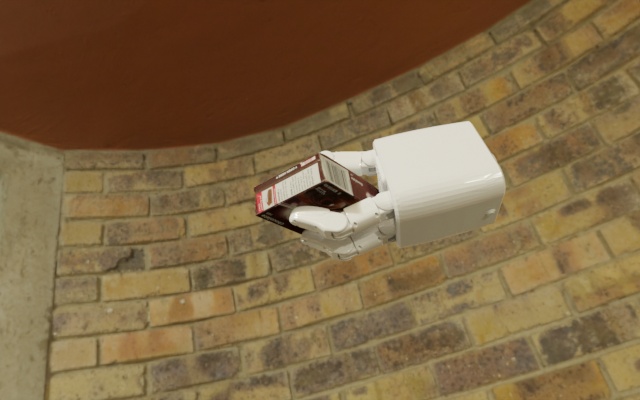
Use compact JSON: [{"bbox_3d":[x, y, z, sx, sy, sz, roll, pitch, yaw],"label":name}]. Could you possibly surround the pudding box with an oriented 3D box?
[{"bbox_3d":[0.000,0.001,0.503,0.090,0.039,0.113,-26,-35,28],"label":"pudding box"}]
